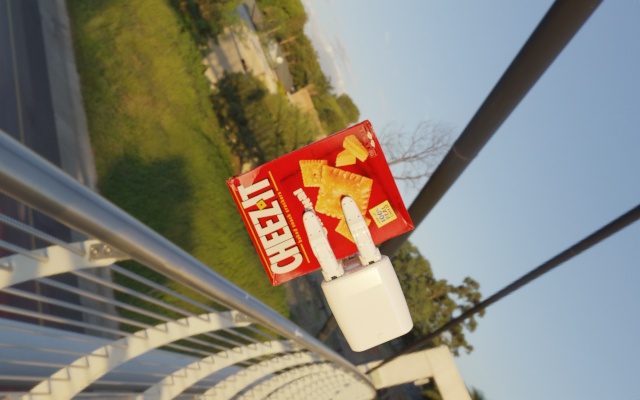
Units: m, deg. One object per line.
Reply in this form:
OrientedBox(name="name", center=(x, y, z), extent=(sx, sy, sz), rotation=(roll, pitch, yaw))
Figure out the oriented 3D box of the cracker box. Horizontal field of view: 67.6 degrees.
OrientedBox(name="cracker box", center=(0.000, 0.002, 0.673), extent=(0.214, 0.164, 0.072), rotation=(-23, 6, 3))
